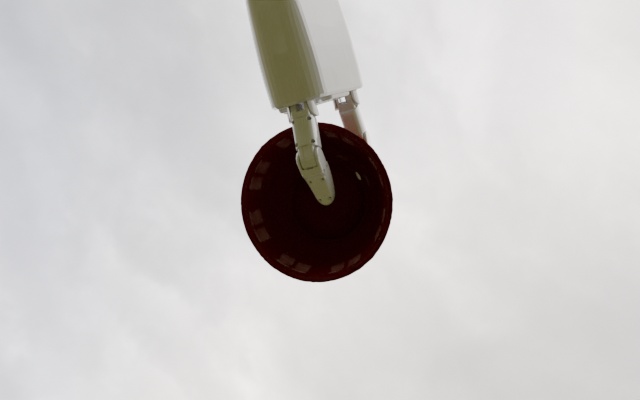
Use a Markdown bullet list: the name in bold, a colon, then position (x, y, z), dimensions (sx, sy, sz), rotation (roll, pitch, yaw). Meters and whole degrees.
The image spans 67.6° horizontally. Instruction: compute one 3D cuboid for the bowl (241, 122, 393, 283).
- **bowl**: position (0.000, 0.003, 0.503), dimensions (0.162, 0.162, 0.055), rotation (0, 2, 18)
